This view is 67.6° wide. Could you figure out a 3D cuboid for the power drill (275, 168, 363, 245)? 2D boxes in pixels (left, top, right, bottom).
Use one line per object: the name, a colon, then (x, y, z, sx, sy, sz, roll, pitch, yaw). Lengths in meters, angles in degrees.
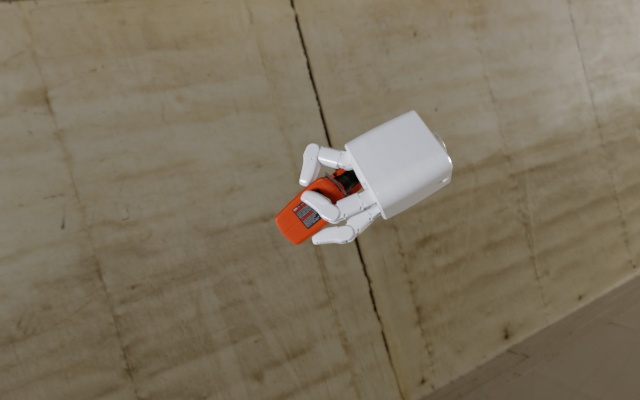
power drill: (0.000, 0.002, 0.733, 0.184, 0.057, 0.187, -42, 0, 23)
